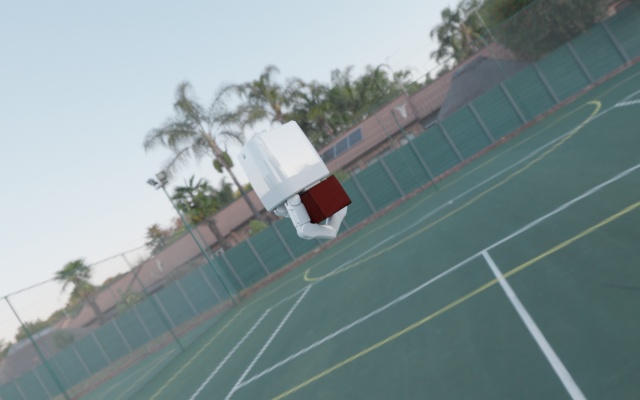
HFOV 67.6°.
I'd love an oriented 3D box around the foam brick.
[{"bbox_3d":[0.000,0.002,0.732,0.053,0.051,0.078,-32,0,-26],"label":"foam brick"}]
